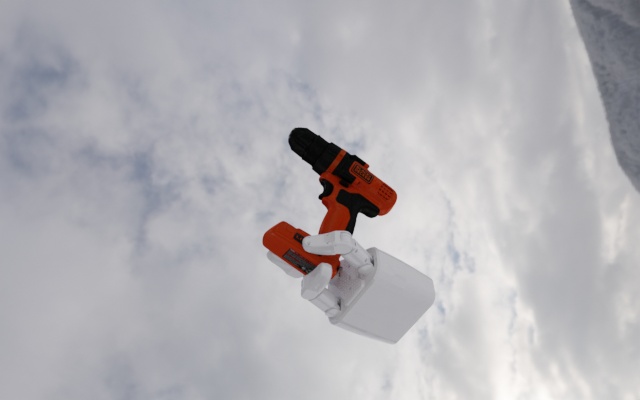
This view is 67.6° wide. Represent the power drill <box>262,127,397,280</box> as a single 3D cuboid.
[{"bbox_3d":[0.000,0.003,0.657,0.184,0.187,0.057,35,-32,-2],"label":"power drill"}]
